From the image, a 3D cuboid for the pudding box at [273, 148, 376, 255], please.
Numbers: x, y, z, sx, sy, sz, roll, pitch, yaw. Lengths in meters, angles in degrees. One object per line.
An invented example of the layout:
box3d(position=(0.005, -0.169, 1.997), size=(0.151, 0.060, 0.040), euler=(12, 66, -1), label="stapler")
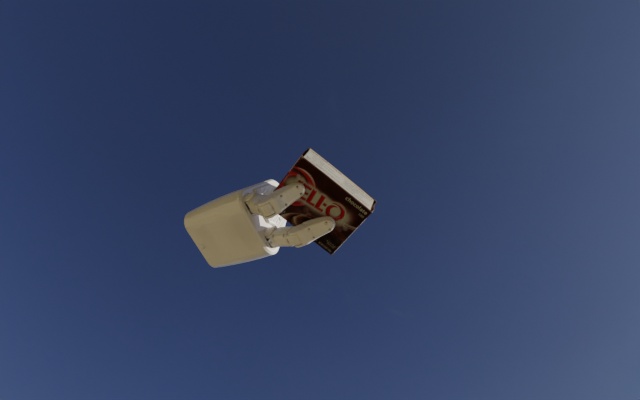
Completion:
box3d(position=(0.000, 0.002, 0.611), size=(0.113, 0.090, 0.039), euler=(37, 33, -5), label="pudding box")
